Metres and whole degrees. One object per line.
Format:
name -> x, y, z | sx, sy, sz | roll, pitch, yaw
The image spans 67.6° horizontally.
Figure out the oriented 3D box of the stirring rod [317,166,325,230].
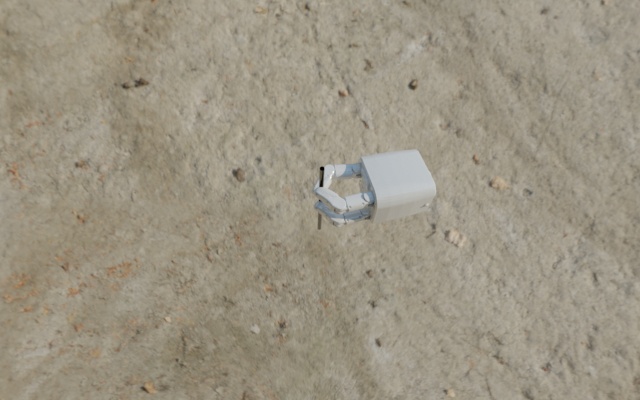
stirring rod -> 0.000, 0.003, 0.845 | 0.011, 0.011, 0.240 | 0, -26, -1
